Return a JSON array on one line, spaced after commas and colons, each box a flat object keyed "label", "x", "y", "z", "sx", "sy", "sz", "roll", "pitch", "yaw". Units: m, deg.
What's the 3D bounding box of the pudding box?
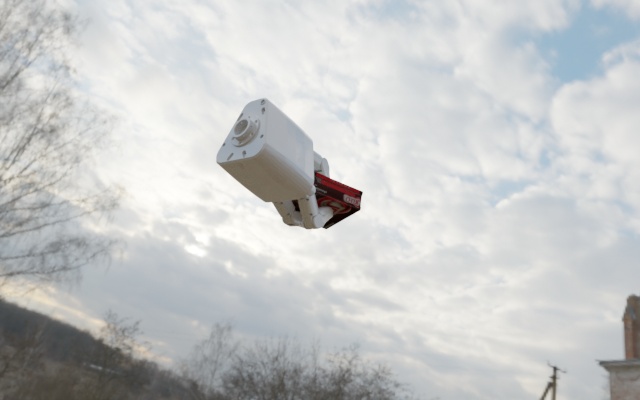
[{"label": "pudding box", "x": 0.000, "y": 0.002, "z": 0.753, "sx": 0.090, "sy": 0.039, "sz": 0.113, "roll": 23, "pitch": -26, "yaw": -20}]
